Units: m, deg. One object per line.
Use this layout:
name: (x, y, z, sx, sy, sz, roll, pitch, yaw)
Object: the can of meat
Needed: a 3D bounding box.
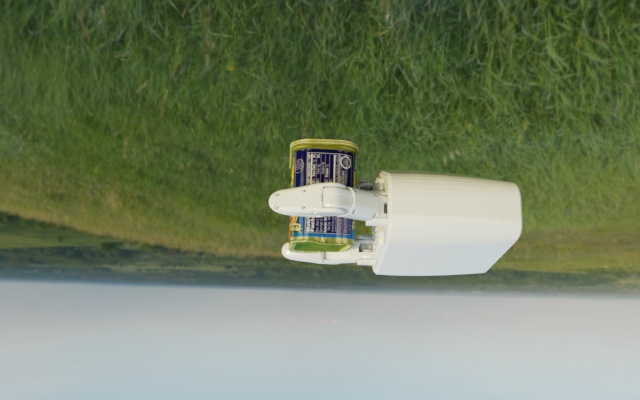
can of meat: (0.000, 0.002, 0.421, 0.057, 0.084, 0.102, 2, -11, -4)
